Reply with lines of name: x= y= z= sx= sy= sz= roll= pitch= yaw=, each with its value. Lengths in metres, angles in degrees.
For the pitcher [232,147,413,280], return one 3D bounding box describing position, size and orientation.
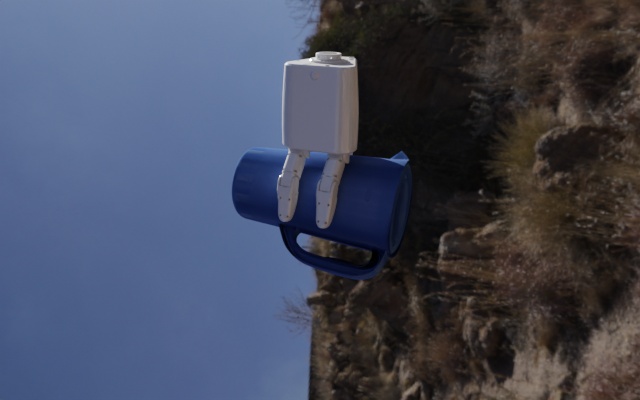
pitcher: x=0.000 y=0.002 z=0.668 sx=0.243 sy=0.145 sz=0.149 roll=10 pitch=26 yaw=19
